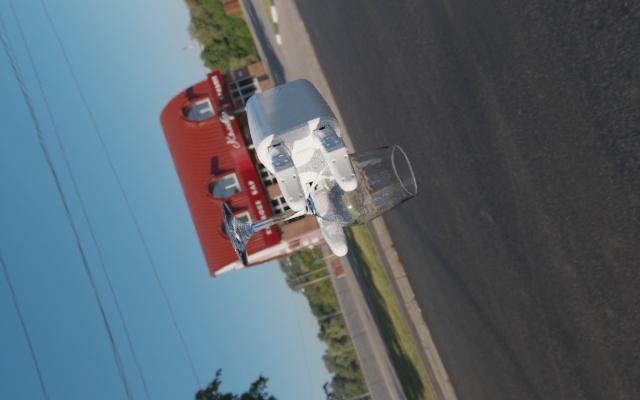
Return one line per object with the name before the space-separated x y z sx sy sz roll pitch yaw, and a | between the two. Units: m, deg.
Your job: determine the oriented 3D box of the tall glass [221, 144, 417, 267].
tall glass | -0.001 0.002 0.520 0.201 0.079 0.079 -20 1 -3
